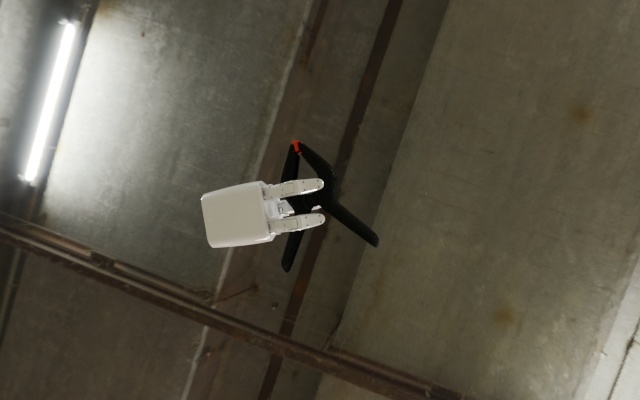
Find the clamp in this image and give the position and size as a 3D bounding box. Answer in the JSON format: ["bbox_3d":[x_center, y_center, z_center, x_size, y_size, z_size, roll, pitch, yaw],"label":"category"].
[{"bbox_3d":[0.000,0.002,0.776,0.164,0.210,0.036,-10,-1,9],"label":"clamp"}]
